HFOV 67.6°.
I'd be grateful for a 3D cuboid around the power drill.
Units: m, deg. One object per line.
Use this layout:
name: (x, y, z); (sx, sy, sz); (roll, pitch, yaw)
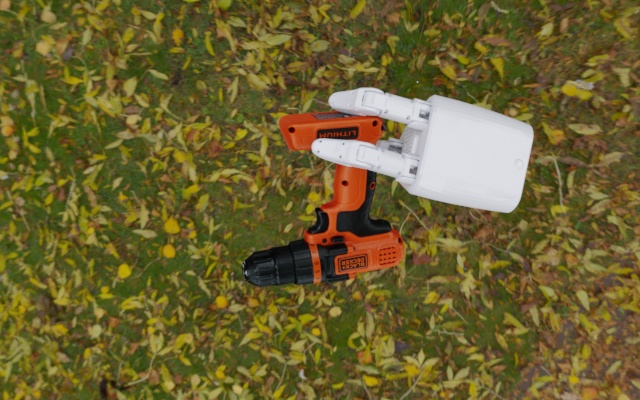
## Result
power drill: (0.000, 0.001, 0.514); (0.184, 0.188, 0.057); (-9, 22, -13)
